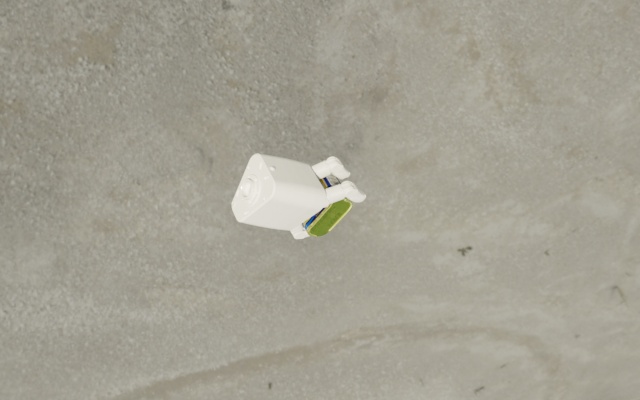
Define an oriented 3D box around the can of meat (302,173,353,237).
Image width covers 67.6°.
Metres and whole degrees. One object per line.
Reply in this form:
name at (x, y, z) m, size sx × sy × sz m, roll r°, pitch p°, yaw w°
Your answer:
can of meat at (0.000, 0.003, 0.848) m, size 0.057 × 0.084 × 0.102 m, roll 15°, pitch -55°, yaw -45°
